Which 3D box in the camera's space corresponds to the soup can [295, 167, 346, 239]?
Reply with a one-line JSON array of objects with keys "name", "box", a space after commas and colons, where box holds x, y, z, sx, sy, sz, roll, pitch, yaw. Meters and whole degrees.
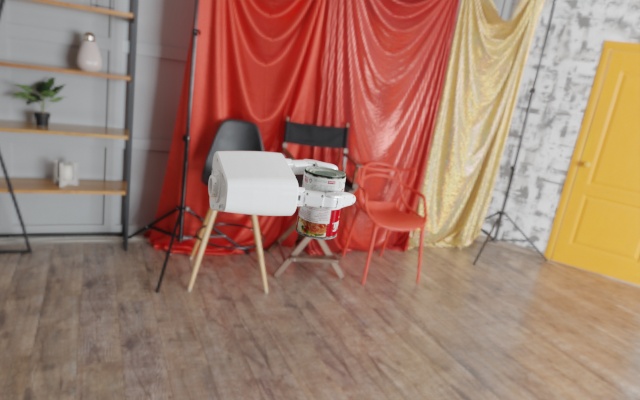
[{"name": "soup can", "box": [0.001, 0.002, 0.761, 0.068, 0.102, 0.068, 8, 15, -2]}]
